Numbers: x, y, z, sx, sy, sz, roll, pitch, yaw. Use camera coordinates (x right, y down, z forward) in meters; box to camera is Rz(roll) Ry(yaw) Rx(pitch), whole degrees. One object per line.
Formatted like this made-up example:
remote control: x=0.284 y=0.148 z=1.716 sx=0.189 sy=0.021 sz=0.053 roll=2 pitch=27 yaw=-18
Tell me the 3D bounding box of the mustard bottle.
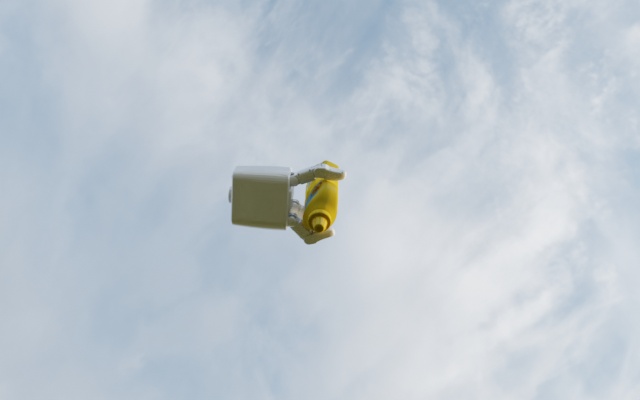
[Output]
mustard bottle: x=0.000 y=0.003 z=0.891 sx=0.058 sy=0.096 sz=0.191 roll=26 pitch=26 yaw=-11
